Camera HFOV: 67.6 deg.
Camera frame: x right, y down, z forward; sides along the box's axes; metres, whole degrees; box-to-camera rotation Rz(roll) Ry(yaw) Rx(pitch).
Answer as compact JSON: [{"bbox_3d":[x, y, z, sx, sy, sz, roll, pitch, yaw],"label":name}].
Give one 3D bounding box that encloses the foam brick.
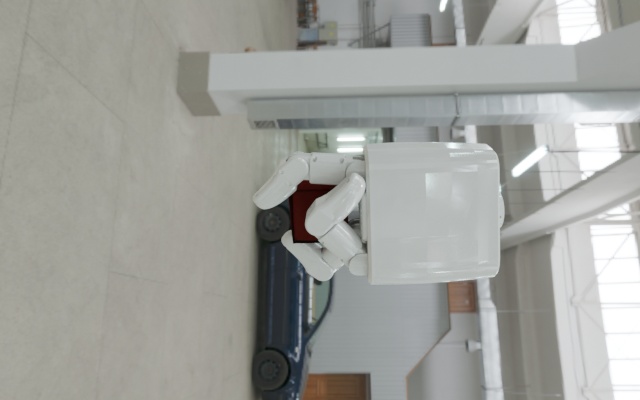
[{"bbox_3d":[0.000,0.001,0.452,0.051,0.053,0.078,-3,21,3],"label":"foam brick"}]
